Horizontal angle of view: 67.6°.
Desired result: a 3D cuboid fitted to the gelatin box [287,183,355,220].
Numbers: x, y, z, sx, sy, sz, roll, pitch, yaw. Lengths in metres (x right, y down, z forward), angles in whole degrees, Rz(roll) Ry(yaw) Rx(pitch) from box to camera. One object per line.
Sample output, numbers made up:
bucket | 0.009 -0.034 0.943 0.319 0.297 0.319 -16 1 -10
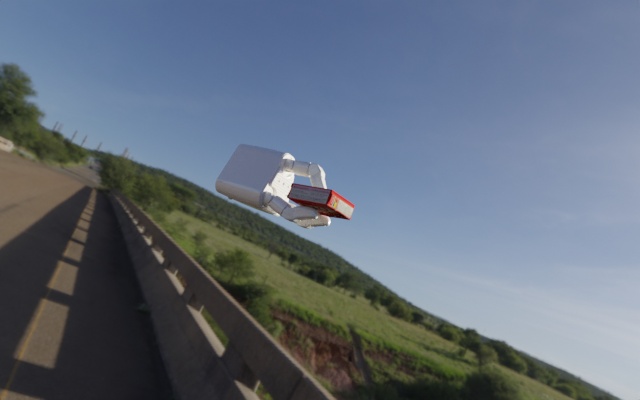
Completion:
gelatin box | 0.001 0.002 0.790 0.089 0.030 0.073 10 -15 38
